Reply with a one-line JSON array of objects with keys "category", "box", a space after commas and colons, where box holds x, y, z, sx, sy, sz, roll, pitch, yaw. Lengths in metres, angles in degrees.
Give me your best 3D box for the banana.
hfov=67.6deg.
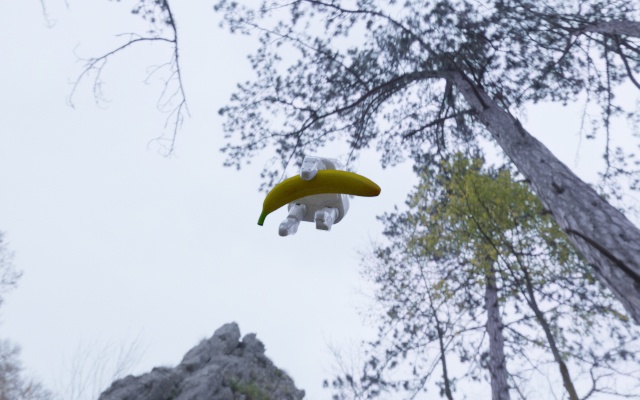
[{"category": "banana", "box": [-0.007, -0.014, 0.741, 0.198, 0.069, 0.037, -16, -14, 9]}]
